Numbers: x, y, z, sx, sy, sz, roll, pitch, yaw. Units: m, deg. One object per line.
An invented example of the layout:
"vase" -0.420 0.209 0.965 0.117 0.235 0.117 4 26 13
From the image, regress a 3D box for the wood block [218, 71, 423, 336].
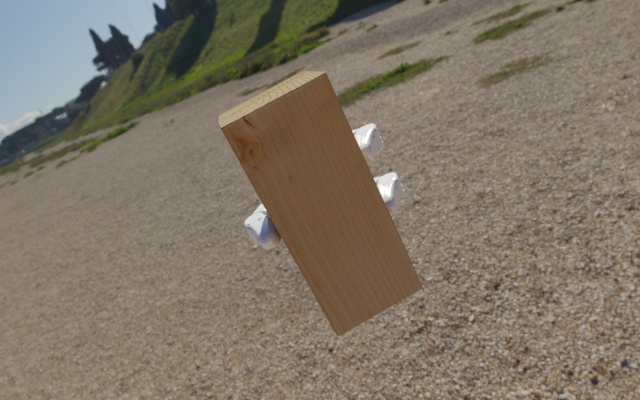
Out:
"wood block" 0.000 0.001 0.424 0.091 0.206 0.090 -29 20 -4
